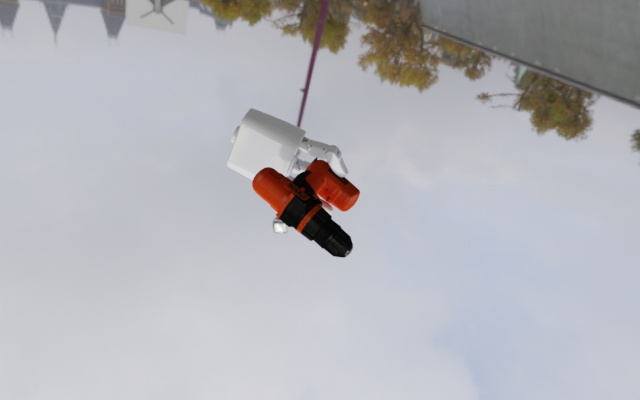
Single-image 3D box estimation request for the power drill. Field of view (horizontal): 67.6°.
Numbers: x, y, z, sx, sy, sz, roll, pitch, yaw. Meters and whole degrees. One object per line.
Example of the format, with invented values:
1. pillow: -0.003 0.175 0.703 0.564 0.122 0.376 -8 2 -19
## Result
1. power drill: 0.000 0.002 0.775 0.184 0.057 0.187 42 24 8
